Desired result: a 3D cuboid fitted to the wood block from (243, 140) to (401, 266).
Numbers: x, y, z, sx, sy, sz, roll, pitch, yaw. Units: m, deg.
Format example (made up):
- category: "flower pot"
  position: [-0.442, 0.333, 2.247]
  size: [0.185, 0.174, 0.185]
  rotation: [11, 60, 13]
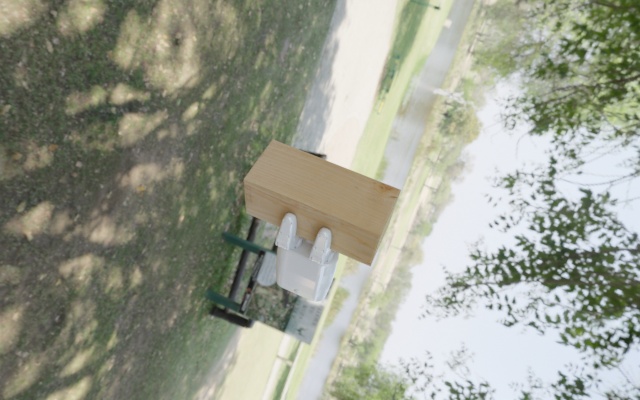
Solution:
- category: "wood block"
  position: [0.000, 0.002, 0.706]
  size: [0.206, 0.090, 0.090]
  rotation: [22, -35, 11]
